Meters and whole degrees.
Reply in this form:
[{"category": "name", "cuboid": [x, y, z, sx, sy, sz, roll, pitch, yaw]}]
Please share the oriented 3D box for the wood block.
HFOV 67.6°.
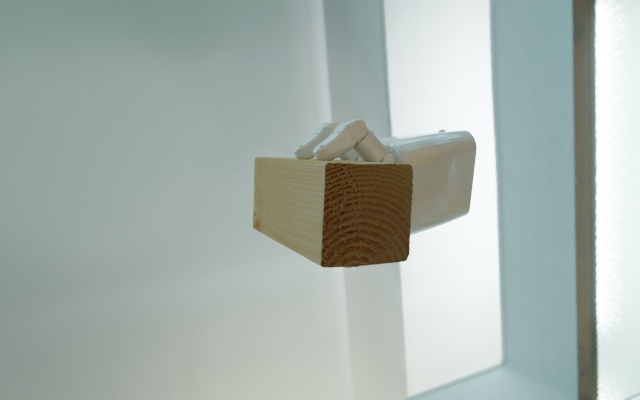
[{"category": "wood block", "cuboid": [0.000, 0.002, 0.505, 0.090, 0.091, 0.206, -1, 6, -24]}]
